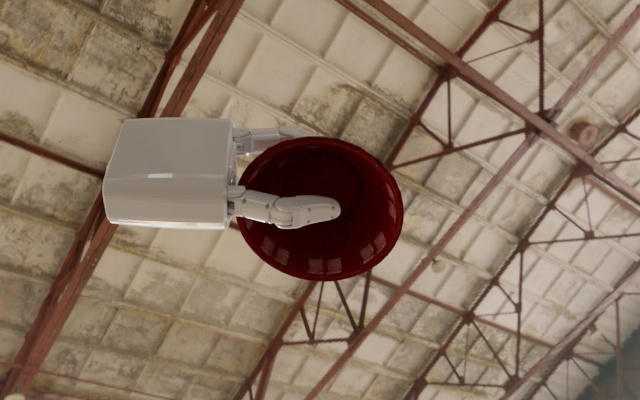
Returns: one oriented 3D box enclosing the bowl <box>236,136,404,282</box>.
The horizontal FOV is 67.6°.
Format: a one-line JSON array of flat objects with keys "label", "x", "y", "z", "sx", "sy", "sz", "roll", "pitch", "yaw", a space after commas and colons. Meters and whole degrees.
[{"label": "bowl", "x": 0.001, "y": 0.002, "z": 0.474, "sx": 0.162, "sy": 0.162, "sz": 0.055, "roll": 0, "pitch": 31, "yaw": 6}]
